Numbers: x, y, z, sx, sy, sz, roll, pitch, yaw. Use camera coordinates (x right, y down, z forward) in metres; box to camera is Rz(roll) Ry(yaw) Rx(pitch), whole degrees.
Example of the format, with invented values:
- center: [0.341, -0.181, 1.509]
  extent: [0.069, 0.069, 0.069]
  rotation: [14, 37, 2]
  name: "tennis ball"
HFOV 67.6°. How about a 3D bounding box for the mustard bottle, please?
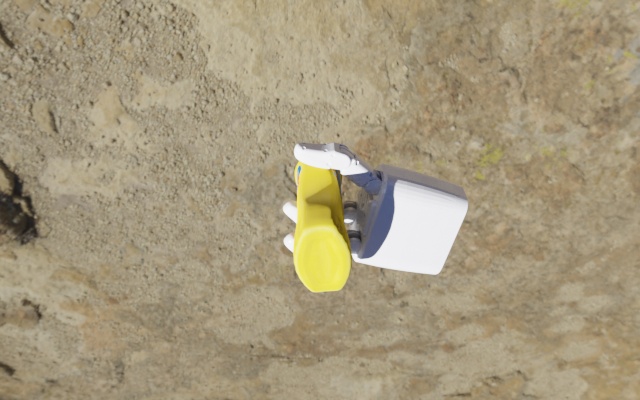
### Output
- center: [0.000, 0.002, 0.540]
  extent: [0.058, 0.096, 0.191]
  rotation: [-6, 39, 3]
  name: "mustard bottle"
